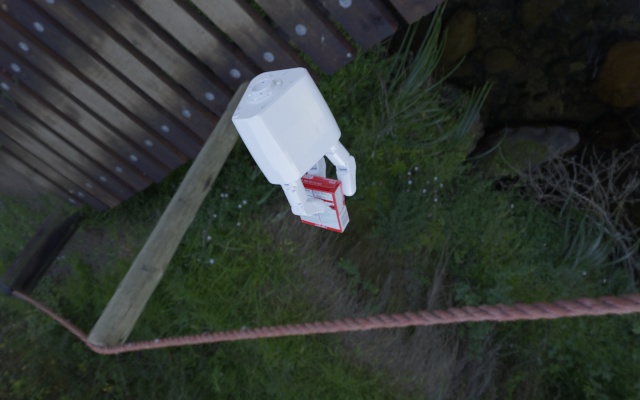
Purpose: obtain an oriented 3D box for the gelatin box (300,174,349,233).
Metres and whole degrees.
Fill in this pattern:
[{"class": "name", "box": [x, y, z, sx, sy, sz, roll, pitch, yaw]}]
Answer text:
[{"class": "gelatin box", "box": [0.000, 0.003, 0.720, 0.073, 0.089, 0.030, 13, 50, 26]}]
